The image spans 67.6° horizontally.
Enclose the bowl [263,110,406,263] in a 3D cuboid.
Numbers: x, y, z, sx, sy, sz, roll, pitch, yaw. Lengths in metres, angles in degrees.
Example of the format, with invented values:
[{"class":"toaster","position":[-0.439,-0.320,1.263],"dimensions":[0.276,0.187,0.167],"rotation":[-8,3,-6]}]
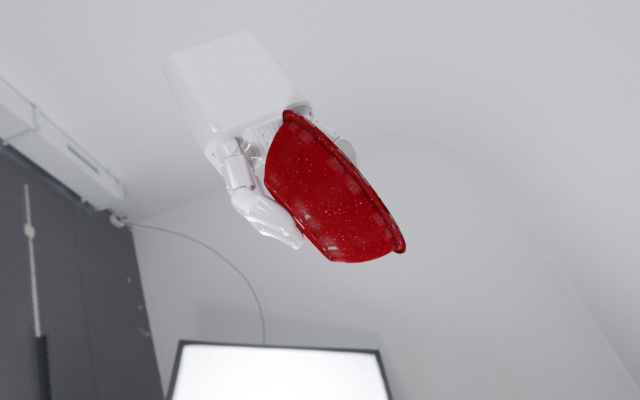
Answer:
[{"class":"bowl","position":[0.001,0.002,0.416],"dimensions":[0.055,0.162,0.162],"rotation":[-41,6,-7]}]
